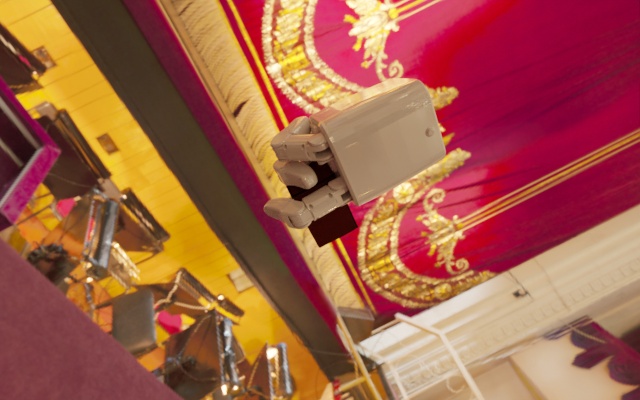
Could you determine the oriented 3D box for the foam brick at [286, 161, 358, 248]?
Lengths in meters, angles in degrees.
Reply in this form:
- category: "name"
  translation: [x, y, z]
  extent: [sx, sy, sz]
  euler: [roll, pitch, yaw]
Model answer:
- category: "foam brick"
  translation: [0.000, 0.002, 0.527]
  extent: [0.051, 0.078, 0.053]
  euler: [-27, 34, -2]
